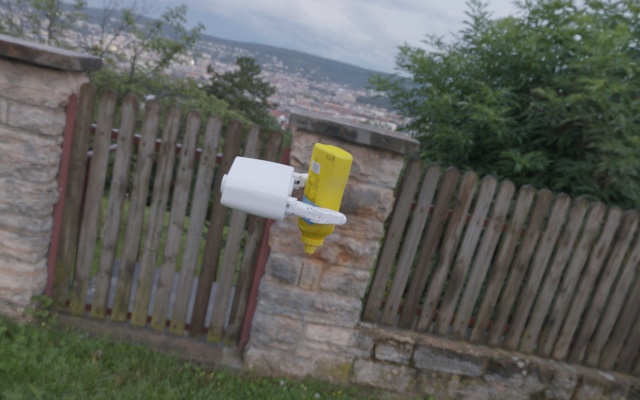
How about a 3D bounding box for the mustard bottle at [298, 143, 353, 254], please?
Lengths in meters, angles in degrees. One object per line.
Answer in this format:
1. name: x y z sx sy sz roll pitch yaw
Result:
1. mustard bottle: 0.001 0.003 0.833 0.058 0.192 0.096 6 16 -27
